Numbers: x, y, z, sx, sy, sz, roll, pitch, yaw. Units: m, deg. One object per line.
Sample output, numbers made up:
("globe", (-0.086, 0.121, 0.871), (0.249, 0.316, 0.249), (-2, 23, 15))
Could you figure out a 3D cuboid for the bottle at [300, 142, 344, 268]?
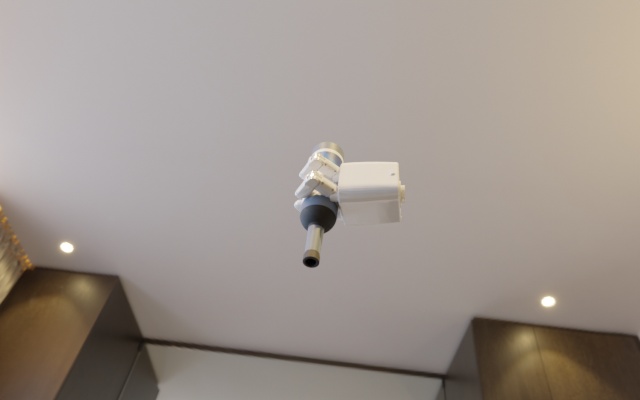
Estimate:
("bottle", (0.000, 0.003, 0.872), (0.069, 0.069, 0.295), (0, 41, 8))
